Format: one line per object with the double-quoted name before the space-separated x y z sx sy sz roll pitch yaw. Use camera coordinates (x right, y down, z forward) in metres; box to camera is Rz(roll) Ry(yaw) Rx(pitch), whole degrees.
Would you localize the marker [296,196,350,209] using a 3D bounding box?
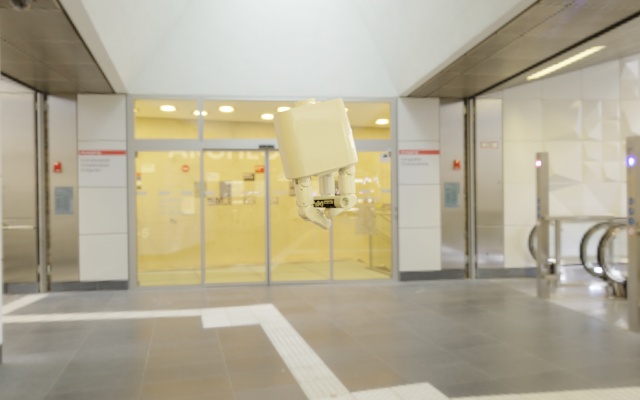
"marker" 0.000 0.003 0.748 0.020 0.020 0.121 0 0 -36
